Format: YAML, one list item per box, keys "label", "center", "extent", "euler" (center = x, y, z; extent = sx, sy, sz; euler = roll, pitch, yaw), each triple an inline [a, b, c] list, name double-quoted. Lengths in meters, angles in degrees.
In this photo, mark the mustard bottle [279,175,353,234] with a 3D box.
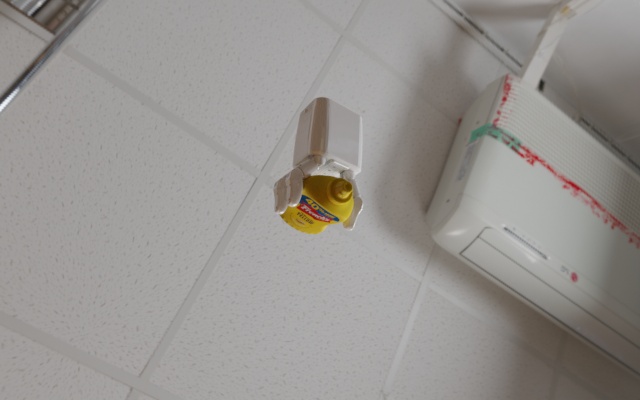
- label: "mustard bottle"
  center: [0.000, 0.003, 0.789]
  extent: [0.096, 0.058, 0.192]
  euler: [36, -27, -13]
